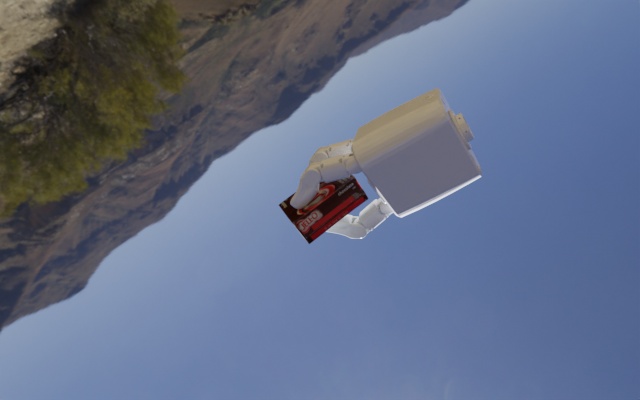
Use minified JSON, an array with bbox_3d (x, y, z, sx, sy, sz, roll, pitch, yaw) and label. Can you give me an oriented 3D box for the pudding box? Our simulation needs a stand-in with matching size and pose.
[{"bbox_3d":[0.000,0.002,0.597,0.090,0.039,0.113,-36,14,-5],"label":"pudding box"}]
